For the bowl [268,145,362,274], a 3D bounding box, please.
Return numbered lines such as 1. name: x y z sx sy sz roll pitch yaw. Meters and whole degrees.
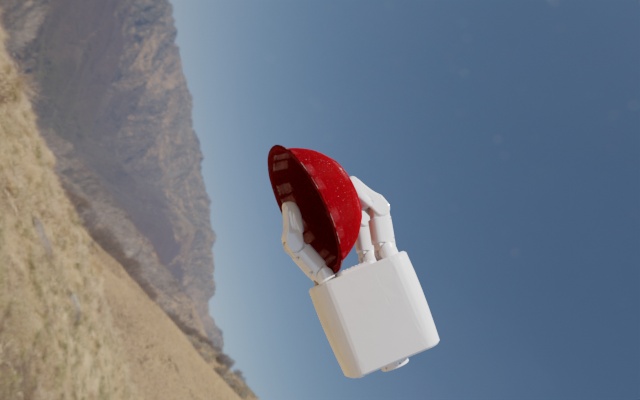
1. bowl: 0.000 0.000 0.553 0.055 0.162 0.162 -26 10 -20
